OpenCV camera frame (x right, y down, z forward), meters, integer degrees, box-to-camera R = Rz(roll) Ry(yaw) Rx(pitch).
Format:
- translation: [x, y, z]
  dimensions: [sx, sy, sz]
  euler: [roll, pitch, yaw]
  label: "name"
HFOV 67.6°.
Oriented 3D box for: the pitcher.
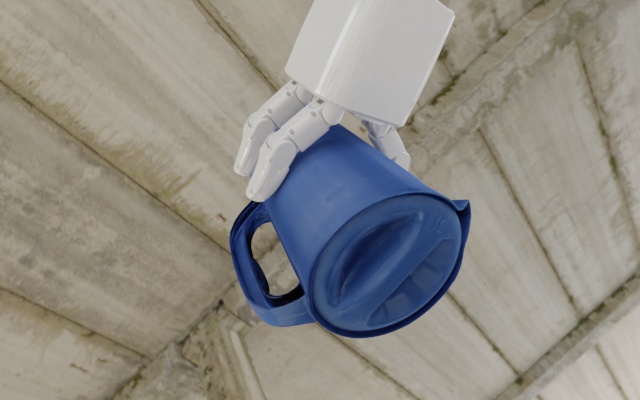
- translation: [0.000, 0.001, 0.438]
  dimensions: [0.149, 0.145, 0.242]
  euler: [13, 22, -31]
  label: "pitcher"
